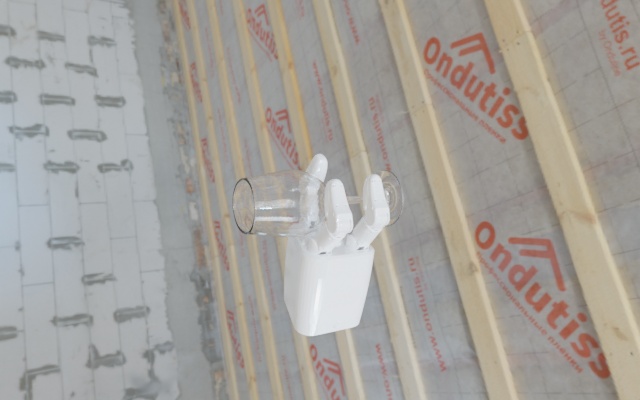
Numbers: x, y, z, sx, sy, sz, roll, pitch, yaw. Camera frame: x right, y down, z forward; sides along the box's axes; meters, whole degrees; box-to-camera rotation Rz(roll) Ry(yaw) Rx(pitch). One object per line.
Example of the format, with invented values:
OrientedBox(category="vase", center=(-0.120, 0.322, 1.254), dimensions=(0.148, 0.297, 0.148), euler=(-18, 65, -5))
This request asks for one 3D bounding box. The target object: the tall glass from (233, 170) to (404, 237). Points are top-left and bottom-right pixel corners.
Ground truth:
OrientedBox(category="tall glass", center=(0.001, 0.002, 0.572), dimensions=(0.201, 0.079, 0.079), euler=(-3, 1, -32))
